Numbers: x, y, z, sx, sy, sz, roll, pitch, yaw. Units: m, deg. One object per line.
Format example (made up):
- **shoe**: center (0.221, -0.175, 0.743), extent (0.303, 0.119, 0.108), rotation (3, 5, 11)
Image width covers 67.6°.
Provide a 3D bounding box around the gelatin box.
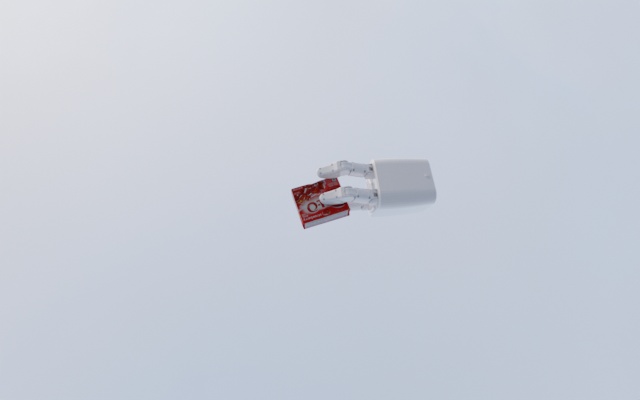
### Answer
- **gelatin box**: center (0.000, 0.003, 0.852), extent (0.089, 0.073, 0.030), rotation (-17, -26, -8)
